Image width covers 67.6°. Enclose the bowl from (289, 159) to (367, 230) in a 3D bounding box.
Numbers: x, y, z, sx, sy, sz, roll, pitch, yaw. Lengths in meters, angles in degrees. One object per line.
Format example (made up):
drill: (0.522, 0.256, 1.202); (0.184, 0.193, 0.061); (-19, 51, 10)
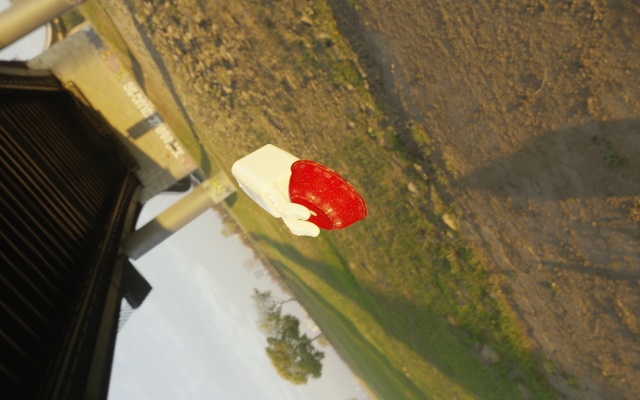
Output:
bowl: (0.001, 0.003, 0.836); (0.162, 0.055, 0.162); (30, -23, 14)
